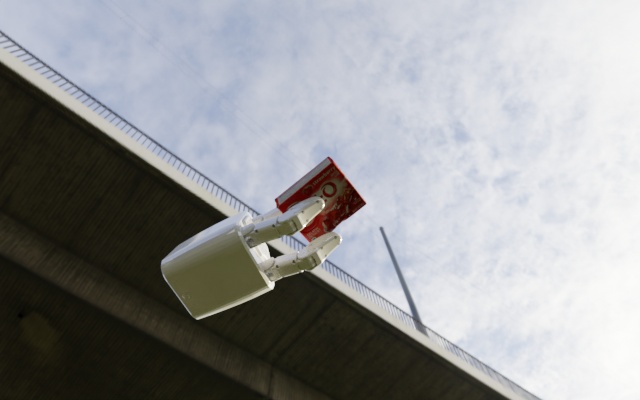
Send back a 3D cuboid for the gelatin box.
[{"bbox_3d":[0.000,0.002,0.590,0.089,0.073,0.030,-39,24,4],"label":"gelatin box"}]
